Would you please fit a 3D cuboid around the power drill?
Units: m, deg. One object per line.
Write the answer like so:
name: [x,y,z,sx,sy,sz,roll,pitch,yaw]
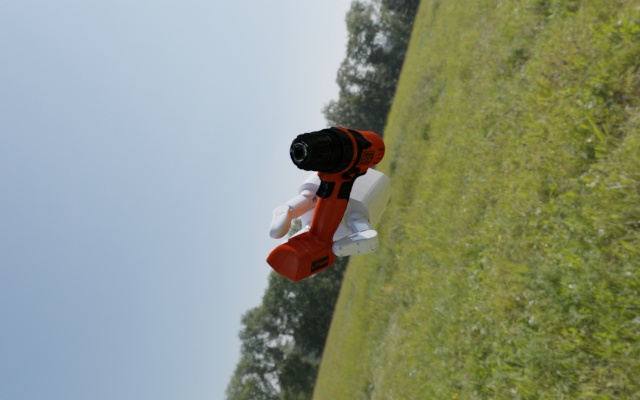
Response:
power drill: [0.000,0.002,0.571,0.057,0.188,0.184,33,22,24]
